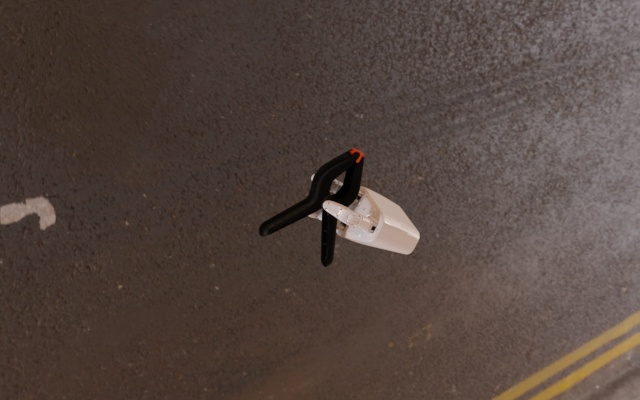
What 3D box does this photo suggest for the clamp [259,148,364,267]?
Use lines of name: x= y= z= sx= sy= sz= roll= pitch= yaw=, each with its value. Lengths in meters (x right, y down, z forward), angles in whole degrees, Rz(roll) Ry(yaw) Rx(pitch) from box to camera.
clamp: x=0.001 y=0.003 z=0.798 sx=0.164 sy=0.210 sz=0.036 roll=22 pitch=9 yaw=-38
